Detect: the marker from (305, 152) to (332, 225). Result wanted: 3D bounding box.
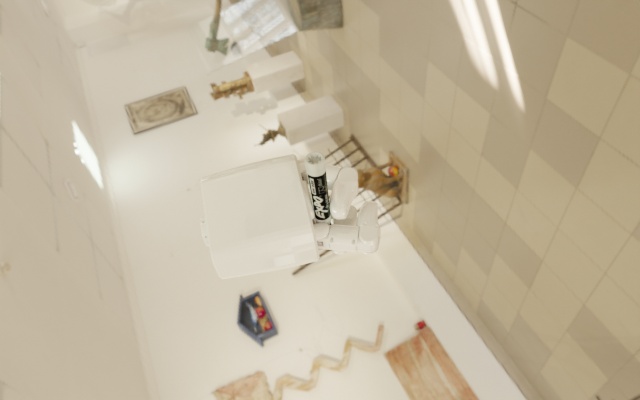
[{"bbox_3d":[0.000,0.002,0.481,0.020,0.020,0.121,0,-42,7],"label":"marker"}]
